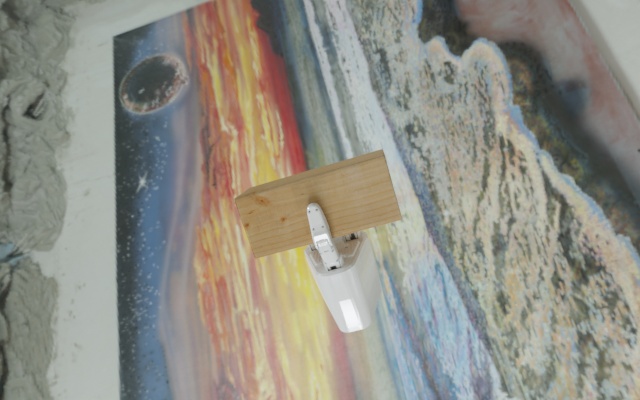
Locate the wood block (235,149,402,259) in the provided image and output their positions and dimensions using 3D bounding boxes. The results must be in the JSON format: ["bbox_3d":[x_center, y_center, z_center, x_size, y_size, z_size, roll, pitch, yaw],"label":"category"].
[{"bbox_3d":[0.000,0.003,0.667,0.206,0.090,0.091,-16,10,8],"label":"wood block"}]
